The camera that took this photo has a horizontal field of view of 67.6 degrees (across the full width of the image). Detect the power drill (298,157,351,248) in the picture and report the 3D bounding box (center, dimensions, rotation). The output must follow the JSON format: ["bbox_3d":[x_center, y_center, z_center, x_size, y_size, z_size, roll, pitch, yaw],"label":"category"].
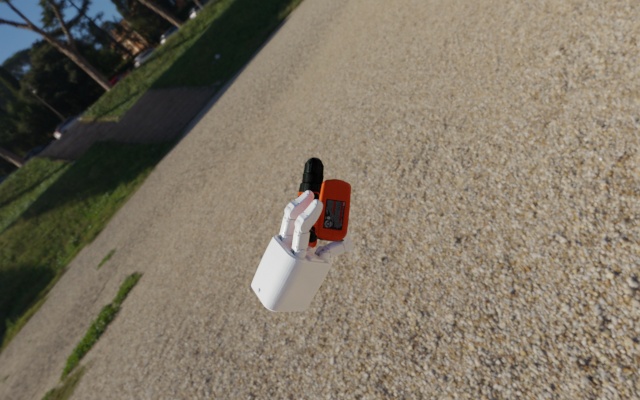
[{"bbox_3d":[0.000,0.003,0.895,0.057,0.184,0.187,5,-3,-15],"label":"power drill"}]
